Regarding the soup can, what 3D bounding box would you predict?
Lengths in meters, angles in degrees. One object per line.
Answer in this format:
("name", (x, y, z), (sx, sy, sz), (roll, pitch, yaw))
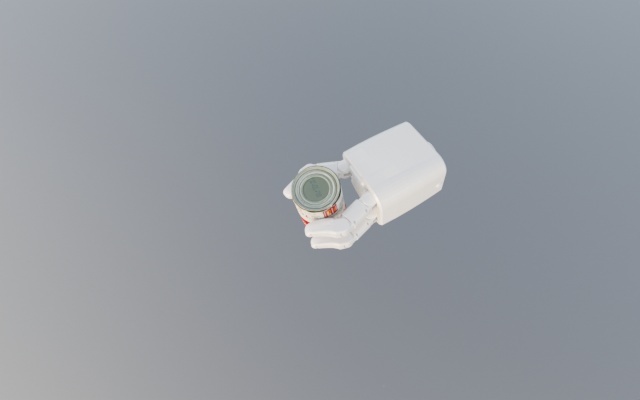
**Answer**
("soup can", (0.000, 0.002, 0.664), (0.068, 0.068, 0.102), (0, -21, 7))
